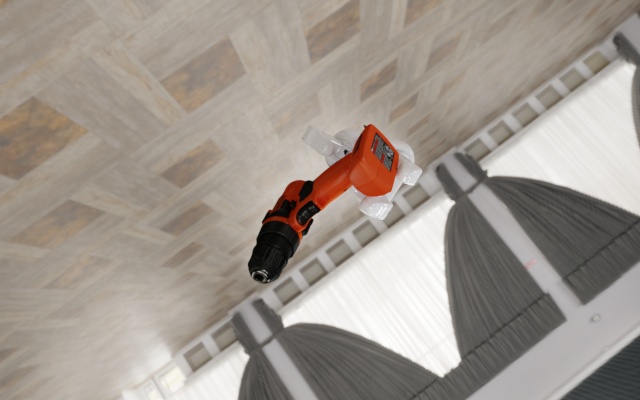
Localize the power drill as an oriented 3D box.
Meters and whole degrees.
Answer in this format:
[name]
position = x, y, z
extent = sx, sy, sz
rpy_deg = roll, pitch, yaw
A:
[power drill]
position = 0.001, 0.002, 0.564
extent = 0.188, 0.057, 0.184
rpy_deg = -33, 21, 31
